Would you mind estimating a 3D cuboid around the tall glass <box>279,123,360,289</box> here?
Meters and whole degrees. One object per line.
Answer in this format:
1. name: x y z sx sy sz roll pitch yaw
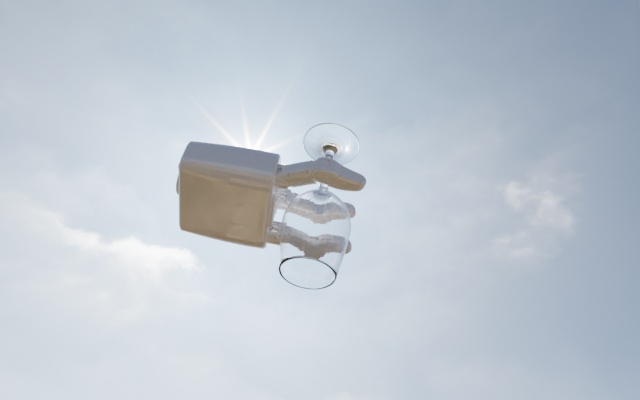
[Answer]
1. tall glass: 0.000 0.001 0.560 0.079 0.200 0.079 6 -40 5
